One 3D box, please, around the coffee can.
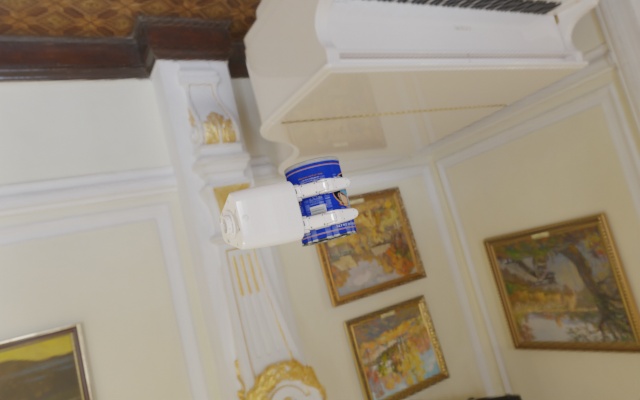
[{"bbox_3d":[0.000,0.003,0.859,0.103,0.140,0.103,-14,-7,-2],"label":"coffee can"}]
